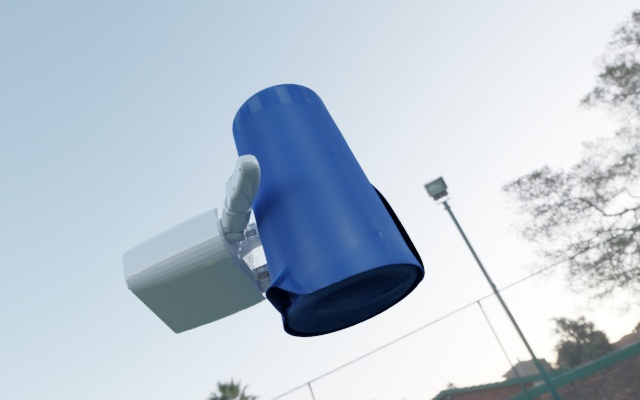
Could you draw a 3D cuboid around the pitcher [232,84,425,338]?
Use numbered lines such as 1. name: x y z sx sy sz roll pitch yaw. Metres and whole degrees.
1. pitcher: 0.000 0.002 0.484 0.145 0.242 0.149 -24 -30 2
